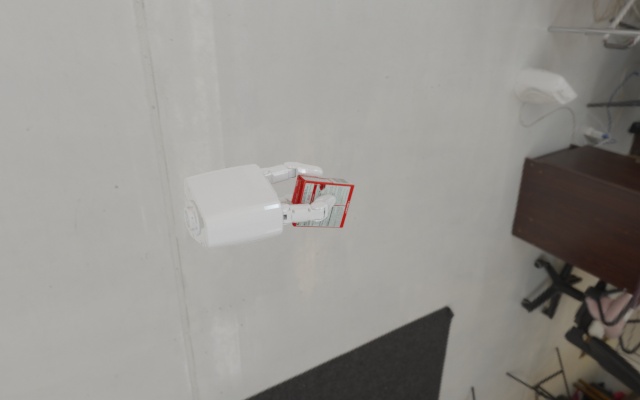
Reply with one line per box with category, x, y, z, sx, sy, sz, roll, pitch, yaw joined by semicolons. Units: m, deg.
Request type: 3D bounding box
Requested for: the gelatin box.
gelatin box;0.001;0.003;0.721;0.089;0.073;0.030;4;21;-28
